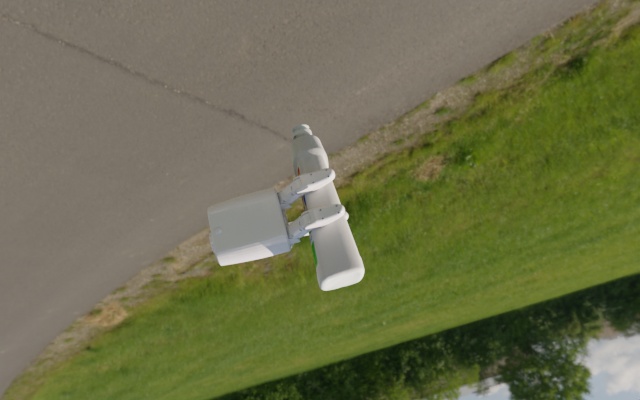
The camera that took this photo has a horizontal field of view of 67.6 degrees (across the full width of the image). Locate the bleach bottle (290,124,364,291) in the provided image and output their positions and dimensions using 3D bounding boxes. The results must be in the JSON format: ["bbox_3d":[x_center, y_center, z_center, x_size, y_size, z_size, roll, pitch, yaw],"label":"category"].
[{"bbox_3d":[0.000,0.002,0.725,0.068,0.250,0.103,-14,-20,-5],"label":"bleach bottle"}]
